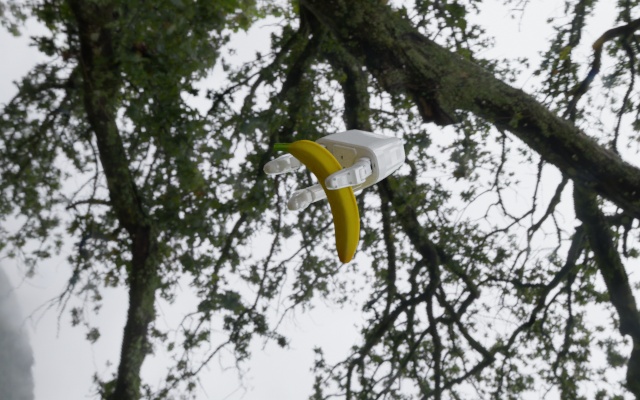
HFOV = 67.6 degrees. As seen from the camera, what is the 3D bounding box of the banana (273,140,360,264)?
[{"bbox_3d":[0.013,-0.009,0.666,0.070,0.198,0.037,-28,3,28],"label":"banana"}]
